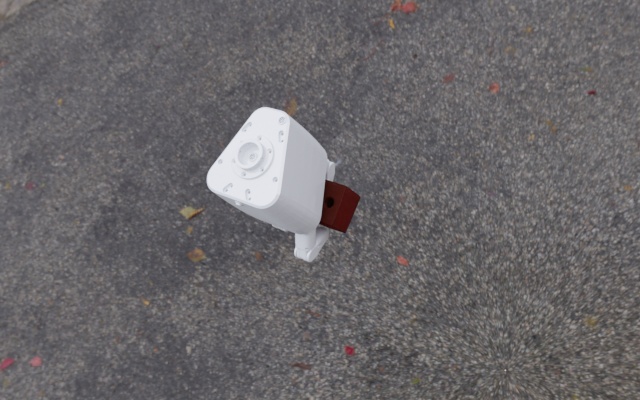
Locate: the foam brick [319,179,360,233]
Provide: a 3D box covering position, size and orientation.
[{"bbox_3d":[0.000,0.002,0.601,0.078,0.053,0.051,18,-7,25],"label":"foam brick"}]
